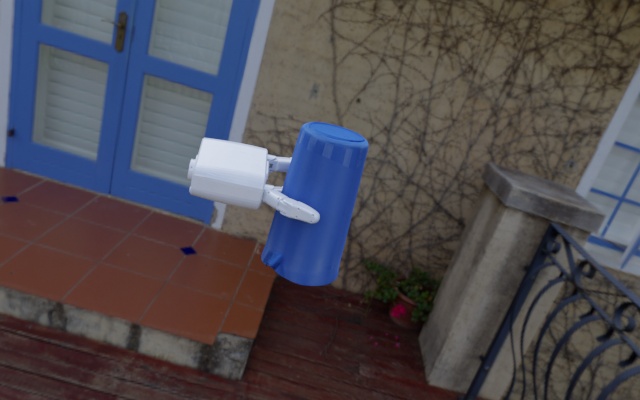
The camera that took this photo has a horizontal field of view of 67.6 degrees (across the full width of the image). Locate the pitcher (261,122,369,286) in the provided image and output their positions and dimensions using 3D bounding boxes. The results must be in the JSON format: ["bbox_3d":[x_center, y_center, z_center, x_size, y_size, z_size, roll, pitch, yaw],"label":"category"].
[{"bbox_3d":[0.000,0.003,0.776,0.145,0.243,0.149,12,20,-10],"label":"pitcher"}]
